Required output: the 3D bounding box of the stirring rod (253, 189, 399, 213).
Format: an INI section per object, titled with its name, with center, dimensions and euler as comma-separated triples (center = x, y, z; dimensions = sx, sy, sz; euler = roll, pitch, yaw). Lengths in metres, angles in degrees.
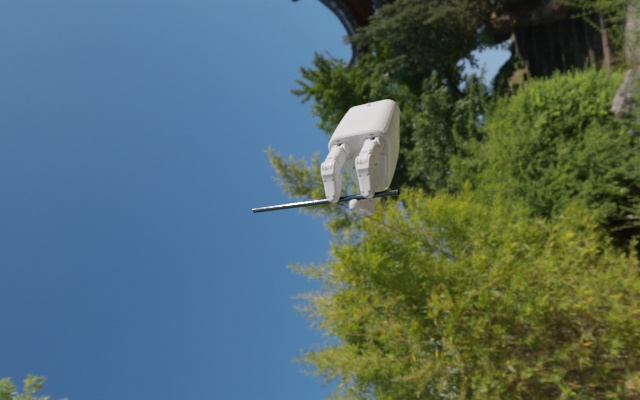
[stirring rod]
center = 0.000, 0.002, 0.704
dimensions = 0.239, 0.011, 0.011
euler = -7, -4, 28
